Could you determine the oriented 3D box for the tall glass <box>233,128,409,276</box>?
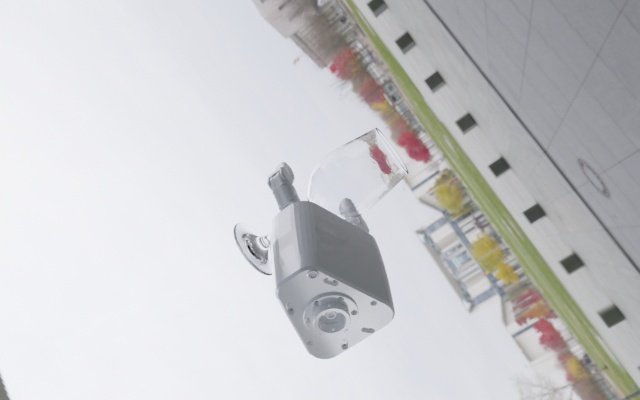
[{"bbox_3d":[-0.001,0.002,0.544,0.201,0.079,0.079,-36,-10,14],"label":"tall glass"}]
